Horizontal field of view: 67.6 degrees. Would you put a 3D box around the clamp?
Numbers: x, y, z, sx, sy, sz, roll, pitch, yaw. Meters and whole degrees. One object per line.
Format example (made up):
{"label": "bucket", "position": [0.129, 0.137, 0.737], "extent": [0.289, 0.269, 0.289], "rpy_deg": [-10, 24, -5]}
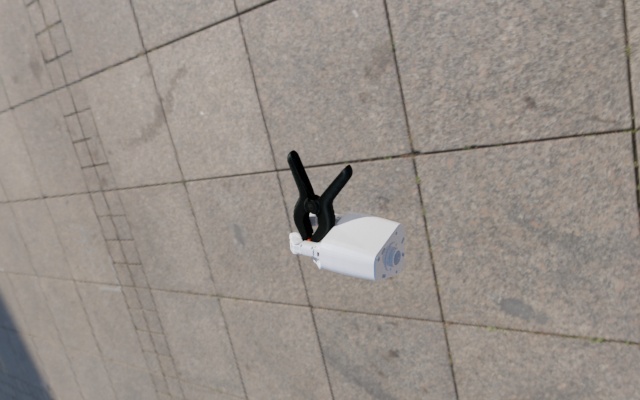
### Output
{"label": "clamp", "position": [0.000, 0.003, 0.810], "extent": [0.120, 0.171, 0.039], "rpy_deg": [11, 25, 34]}
